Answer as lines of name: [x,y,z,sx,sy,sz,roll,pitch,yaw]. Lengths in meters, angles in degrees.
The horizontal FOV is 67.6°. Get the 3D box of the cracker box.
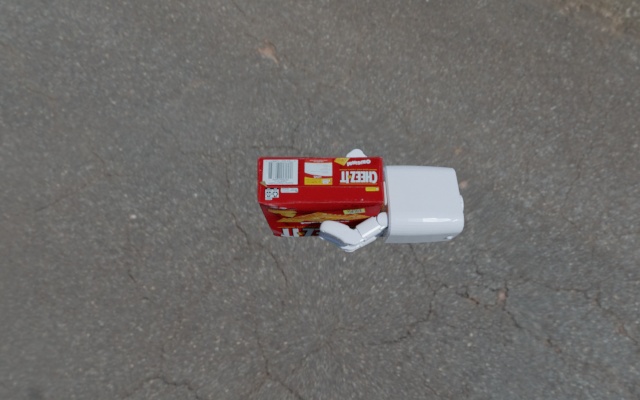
cracker box: [0.000,0.002,0.707,0.164,0.072,0.214,0,-16,0]
